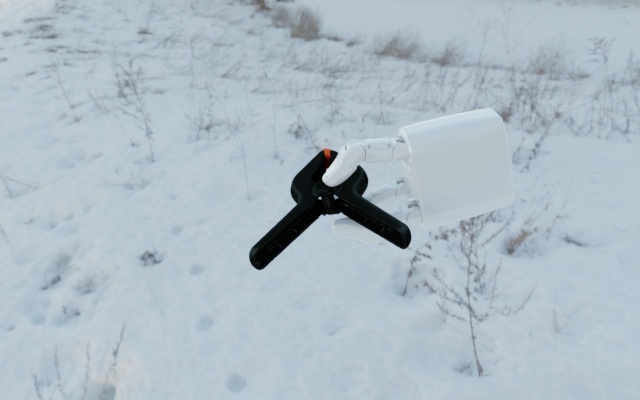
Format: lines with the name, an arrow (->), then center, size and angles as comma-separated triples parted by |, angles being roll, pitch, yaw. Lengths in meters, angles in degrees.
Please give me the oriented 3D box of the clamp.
clamp -> 0.000, 0.001, 0.549 | 0.164, 0.036, 0.209 | -12, 33, 1
